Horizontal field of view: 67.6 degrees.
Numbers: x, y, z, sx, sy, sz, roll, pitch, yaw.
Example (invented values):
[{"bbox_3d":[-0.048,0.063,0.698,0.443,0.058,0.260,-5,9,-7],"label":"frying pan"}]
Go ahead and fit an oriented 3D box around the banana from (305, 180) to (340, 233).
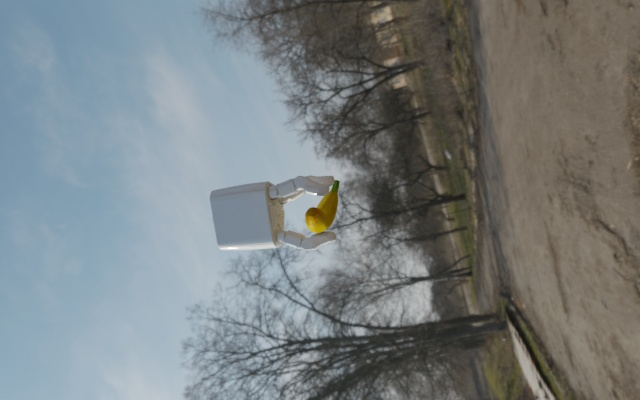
[{"bbox_3d":[0.001,0.020,0.816,0.037,0.070,0.197,1,16,11],"label":"banana"}]
